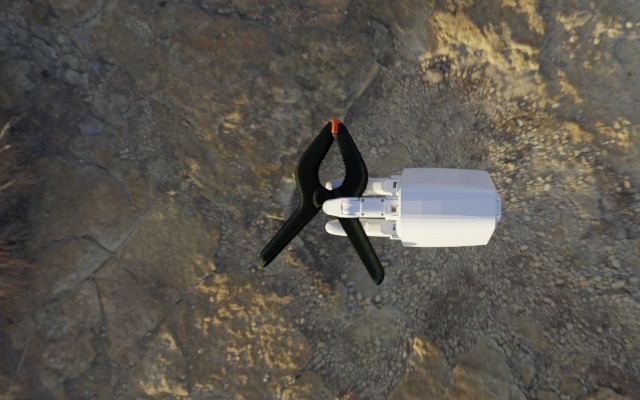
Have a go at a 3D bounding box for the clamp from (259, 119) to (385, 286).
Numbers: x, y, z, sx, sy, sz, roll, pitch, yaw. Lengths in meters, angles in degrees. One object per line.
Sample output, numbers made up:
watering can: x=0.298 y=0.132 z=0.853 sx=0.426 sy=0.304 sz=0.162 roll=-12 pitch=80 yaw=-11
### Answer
clamp: x=0.000 y=0.001 z=0.614 sx=0.164 sy=0.210 sz=0.036 roll=0 pitch=1 yaw=11
